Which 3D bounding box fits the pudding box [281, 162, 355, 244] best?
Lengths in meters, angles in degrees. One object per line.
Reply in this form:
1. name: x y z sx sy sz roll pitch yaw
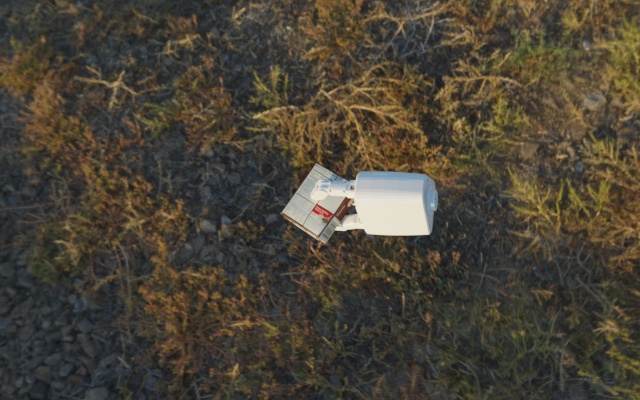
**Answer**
1. pudding box: 0.000 0.003 0.817 0.090 0.113 0.039 32 -8 29
